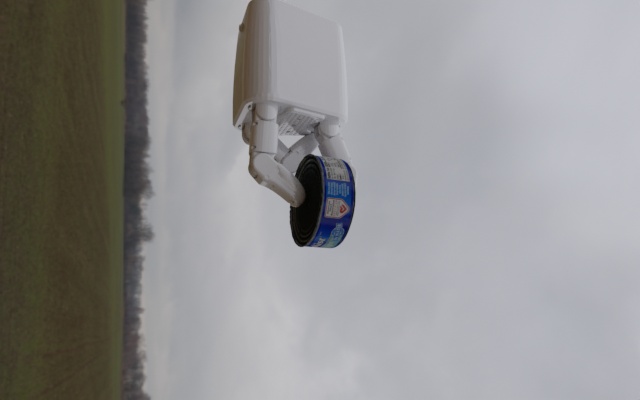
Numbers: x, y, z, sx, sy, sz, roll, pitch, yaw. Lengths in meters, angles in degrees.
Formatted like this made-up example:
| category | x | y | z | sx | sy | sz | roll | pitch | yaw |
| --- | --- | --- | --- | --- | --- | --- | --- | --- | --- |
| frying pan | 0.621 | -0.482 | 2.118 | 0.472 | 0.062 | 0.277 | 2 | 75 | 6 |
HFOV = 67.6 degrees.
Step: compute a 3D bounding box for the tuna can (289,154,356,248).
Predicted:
| category | x | y | z | sx | sy | sz | roll | pitch | yaw |
| --- | --- | --- | --- | --- | --- | --- | --- | --- | --- |
| tuna can | 0.001 | 0.002 | 0.443 | 0.034 | 0.086 | 0.086 | 6 | -2 | -21 |
